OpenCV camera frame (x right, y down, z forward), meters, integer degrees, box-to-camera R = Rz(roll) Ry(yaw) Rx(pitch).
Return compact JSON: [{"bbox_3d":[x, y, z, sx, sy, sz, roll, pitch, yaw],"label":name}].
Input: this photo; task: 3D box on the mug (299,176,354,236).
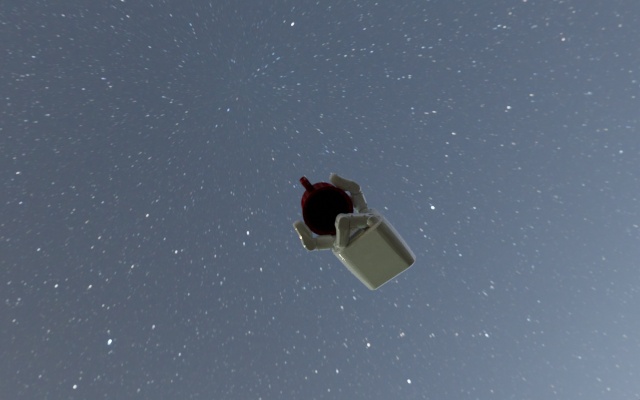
[{"bbox_3d":[-0.001,0.002,0.887,0.093,0.117,0.081,-41,15,2],"label":"mug"}]
